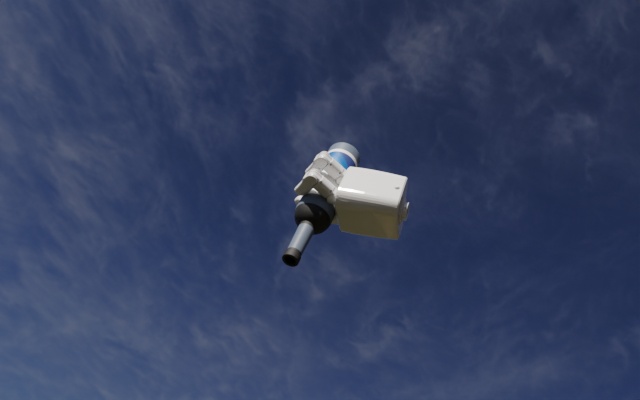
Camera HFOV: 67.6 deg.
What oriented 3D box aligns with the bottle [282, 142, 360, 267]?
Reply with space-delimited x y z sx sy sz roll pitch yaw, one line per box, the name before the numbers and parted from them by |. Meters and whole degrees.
bottle | 0.000 0.003 0.841 0.069 0.069 0.295 0 38 24
